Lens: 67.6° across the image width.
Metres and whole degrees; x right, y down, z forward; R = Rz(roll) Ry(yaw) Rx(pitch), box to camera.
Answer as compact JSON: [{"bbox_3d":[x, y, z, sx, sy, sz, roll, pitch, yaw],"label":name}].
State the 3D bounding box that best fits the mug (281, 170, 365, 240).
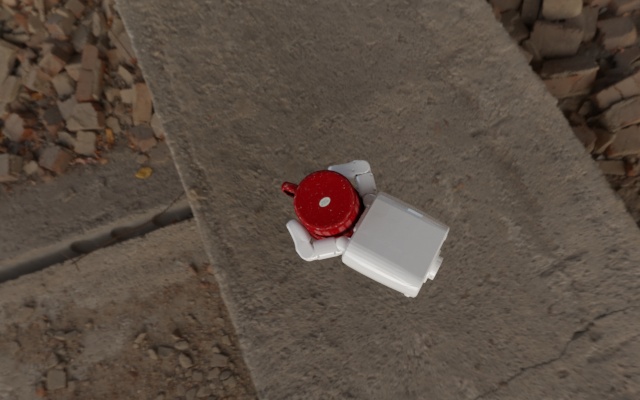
[{"bbox_3d":[-0.001,0.001,0.643,0.117,0.093,0.081,26,-7,14],"label":"mug"}]
